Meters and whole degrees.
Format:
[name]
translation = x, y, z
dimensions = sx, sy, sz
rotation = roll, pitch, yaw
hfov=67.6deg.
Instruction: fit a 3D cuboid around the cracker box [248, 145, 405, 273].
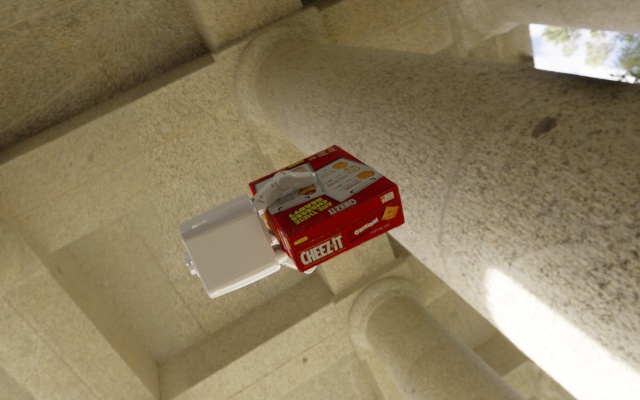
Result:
[cracker box]
translation = 0.000, 0.002, 0.711
dimensions = 0.164, 0.072, 0.213
rotation = -25, 28, -12
